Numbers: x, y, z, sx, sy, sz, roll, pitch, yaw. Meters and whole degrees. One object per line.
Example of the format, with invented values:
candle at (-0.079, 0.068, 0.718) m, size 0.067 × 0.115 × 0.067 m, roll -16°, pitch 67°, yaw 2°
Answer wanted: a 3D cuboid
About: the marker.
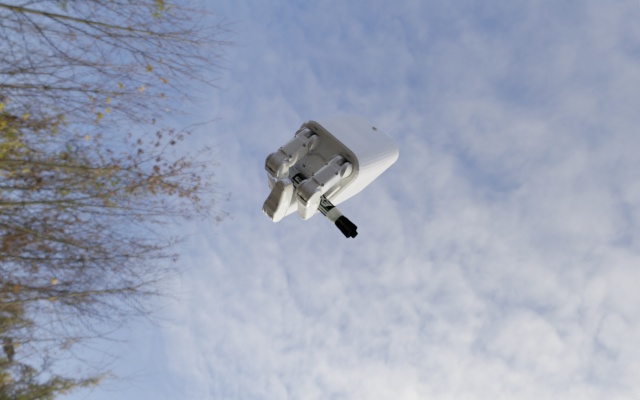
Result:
marker at (0.000, 0.002, 0.577) m, size 0.121 × 0.020 × 0.020 m, roll 43°, pitch 18°, yaw 20°
